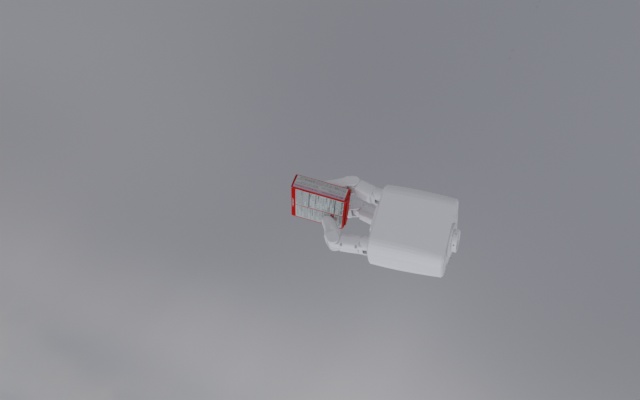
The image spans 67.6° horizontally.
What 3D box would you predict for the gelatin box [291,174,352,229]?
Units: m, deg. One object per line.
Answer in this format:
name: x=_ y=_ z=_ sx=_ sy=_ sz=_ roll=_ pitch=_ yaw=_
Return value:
gelatin box: x=0.000 y=0.003 z=0.733 sx=0.089 sy=0.030 sz=0.073 roll=15 pitch=-36 yaw=9
